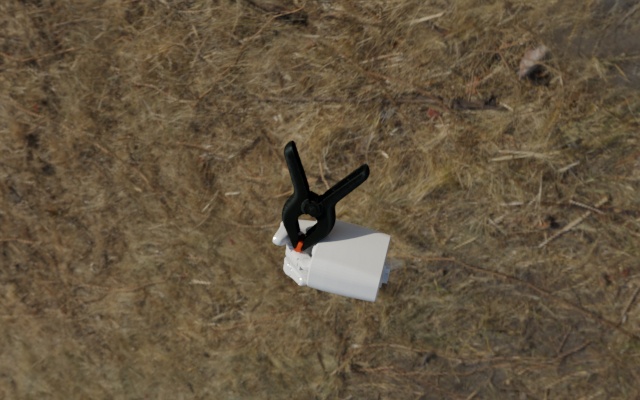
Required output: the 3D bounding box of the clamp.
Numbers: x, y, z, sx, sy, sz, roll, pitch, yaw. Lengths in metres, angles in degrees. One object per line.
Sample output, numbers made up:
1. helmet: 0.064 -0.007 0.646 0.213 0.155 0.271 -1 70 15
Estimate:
1. clamp: 0.000 0.003 0.684 0.120 0.172 0.039 13 32 7
